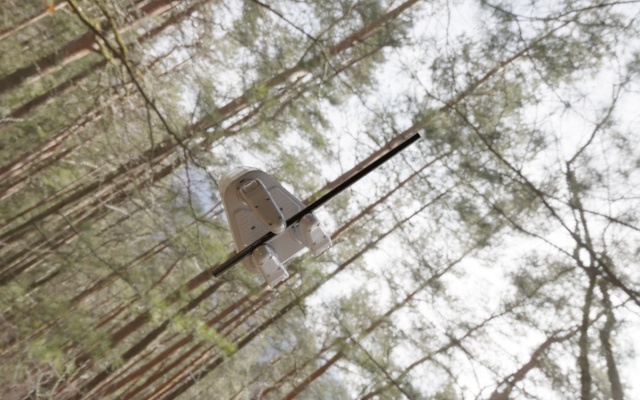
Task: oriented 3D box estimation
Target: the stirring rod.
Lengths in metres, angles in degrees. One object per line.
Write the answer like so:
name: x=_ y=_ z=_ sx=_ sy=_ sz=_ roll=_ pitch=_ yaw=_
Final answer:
stirring rod: x=0.000 y=0.001 z=0.458 sx=0.239 sy=0.011 sz=0.011 roll=-34 pitch=6 yaw=-10
